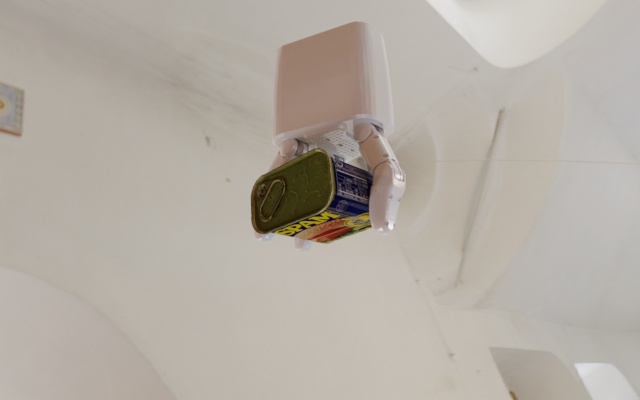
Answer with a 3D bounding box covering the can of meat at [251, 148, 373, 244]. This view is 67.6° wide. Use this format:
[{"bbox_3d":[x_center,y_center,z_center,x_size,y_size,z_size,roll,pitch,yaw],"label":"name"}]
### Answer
[{"bbox_3d":[0.000,0.002,0.440,0.102,0.057,0.084,-23,-27,39],"label":"can of meat"}]
